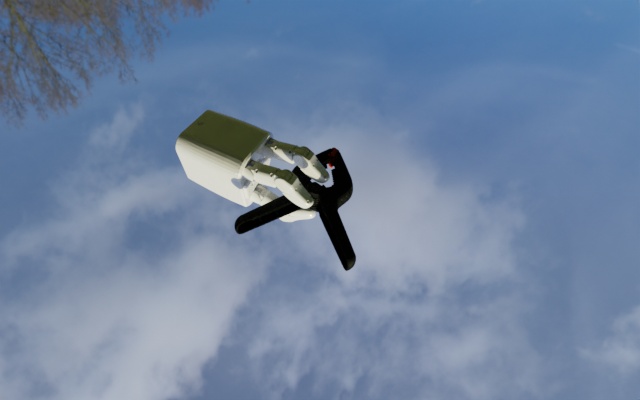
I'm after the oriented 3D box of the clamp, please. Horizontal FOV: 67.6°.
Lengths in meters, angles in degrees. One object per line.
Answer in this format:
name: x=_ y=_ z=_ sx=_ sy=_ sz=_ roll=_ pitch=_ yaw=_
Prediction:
clamp: x=0.000 y=0.002 z=0.675 sx=0.164 sy=0.036 sz=0.210 roll=24 pitch=47 yaw=10
